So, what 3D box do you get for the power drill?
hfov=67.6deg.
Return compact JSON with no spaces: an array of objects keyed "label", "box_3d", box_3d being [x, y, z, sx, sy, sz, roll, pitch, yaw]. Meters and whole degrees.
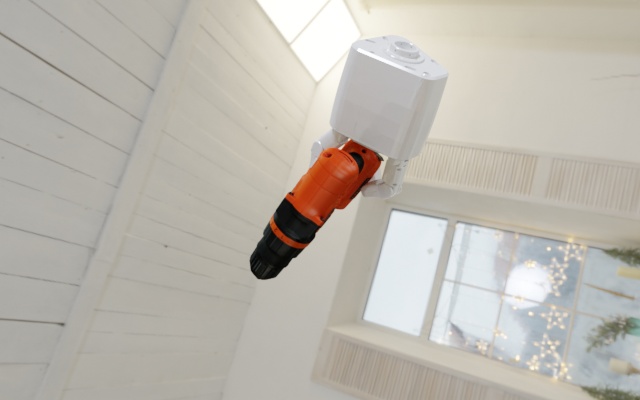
[{"label":"power drill","box_3d":[0.000,0.002,0.582,0.057,0.184,0.187,41,27,3]}]
